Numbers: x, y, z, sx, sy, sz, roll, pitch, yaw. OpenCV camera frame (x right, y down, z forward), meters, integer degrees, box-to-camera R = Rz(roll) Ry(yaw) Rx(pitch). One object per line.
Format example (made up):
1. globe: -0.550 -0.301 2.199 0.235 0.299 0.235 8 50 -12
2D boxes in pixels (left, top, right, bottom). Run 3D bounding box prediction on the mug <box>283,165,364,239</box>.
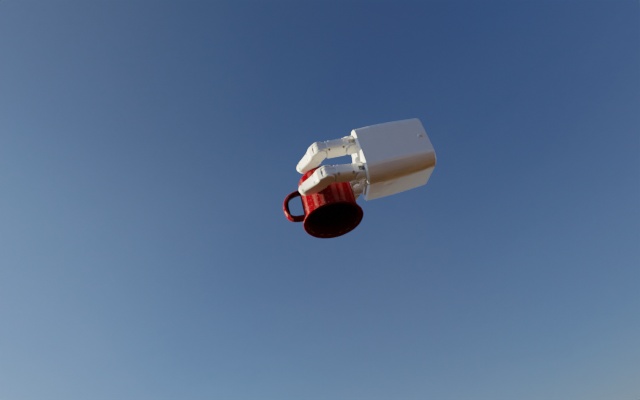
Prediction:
1. mug: -0.001 0.003 0.744 0.117 0.081 0.093 -12 -37 -4
